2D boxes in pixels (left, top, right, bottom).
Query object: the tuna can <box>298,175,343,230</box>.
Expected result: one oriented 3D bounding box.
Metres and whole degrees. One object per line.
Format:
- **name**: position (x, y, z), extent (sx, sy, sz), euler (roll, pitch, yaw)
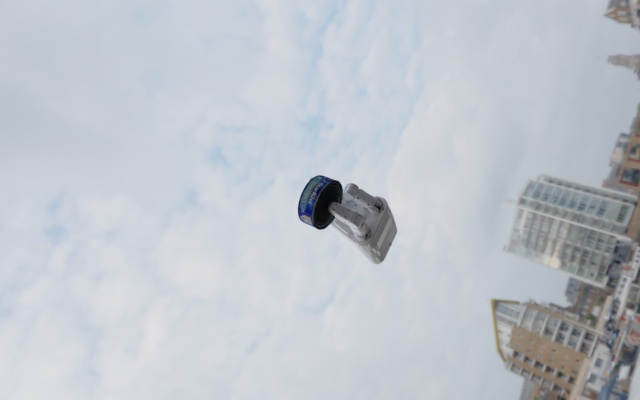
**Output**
- **tuna can**: position (0.000, 0.002, 0.776), extent (0.033, 0.086, 0.086), euler (22, 11, 28)
